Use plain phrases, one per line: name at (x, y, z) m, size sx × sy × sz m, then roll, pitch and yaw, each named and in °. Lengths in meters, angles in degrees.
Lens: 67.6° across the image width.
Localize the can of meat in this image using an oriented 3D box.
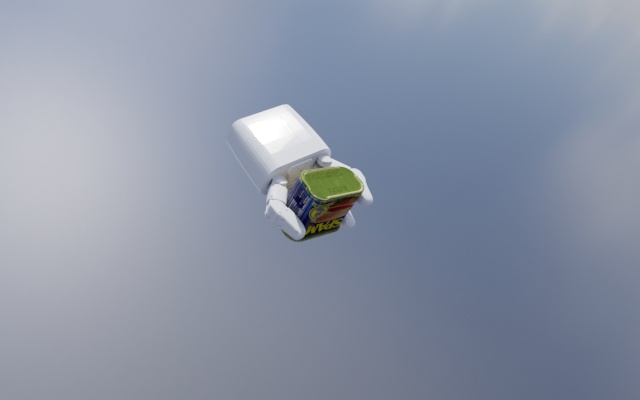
can of meat at (0.000, 0.002, 0.647) m, size 0.102 × 0.057 × 0.084 m, roll -12°, pitch -34°, yaw -42°
